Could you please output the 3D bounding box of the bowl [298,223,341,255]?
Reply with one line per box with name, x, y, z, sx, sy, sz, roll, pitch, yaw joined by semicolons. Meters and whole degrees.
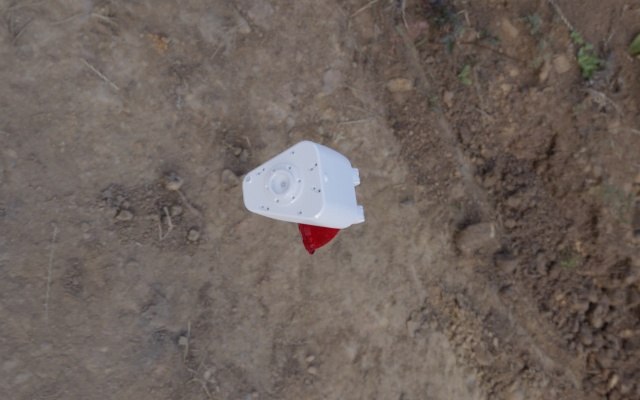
bowl;0.001;0.002;0.757;0.055;0.162;0.162;-8;-1;8
